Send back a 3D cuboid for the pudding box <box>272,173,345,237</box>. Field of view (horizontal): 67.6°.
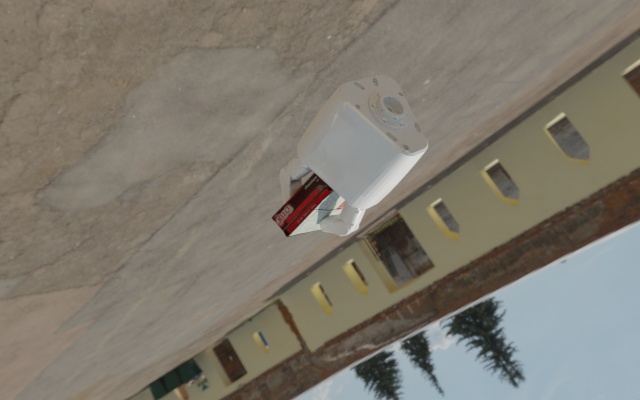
[{"bbox_3d":[0.000,0.002,0.628,0.090,0.039,0.113,-44,-18,20],"label":"pudding box"}]
